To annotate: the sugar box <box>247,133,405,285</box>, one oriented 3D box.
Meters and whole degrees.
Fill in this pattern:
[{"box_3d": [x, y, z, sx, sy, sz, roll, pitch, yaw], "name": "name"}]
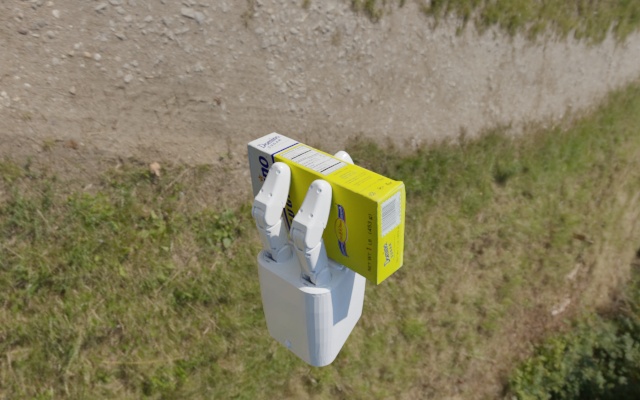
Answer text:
[{"box_3d": [0.000, 0.002, 0.471, 0.176, 0.093, 0.048, 23, 40, 37], "name": "sugar box"}]
